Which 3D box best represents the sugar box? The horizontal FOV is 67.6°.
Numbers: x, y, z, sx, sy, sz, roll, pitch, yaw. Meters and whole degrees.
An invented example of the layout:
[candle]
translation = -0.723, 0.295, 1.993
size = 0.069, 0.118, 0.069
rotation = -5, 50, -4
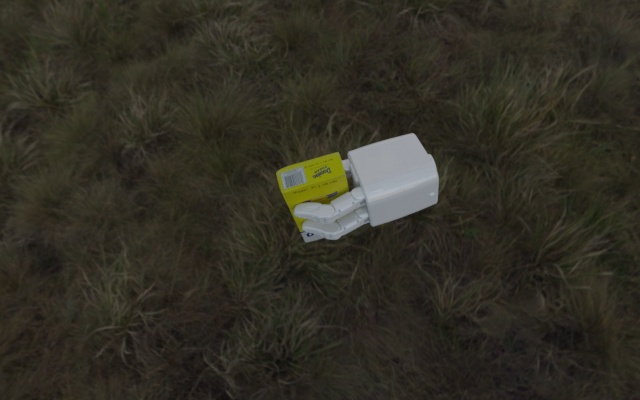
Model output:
[sugar box]
translation = 0.000, 0.003, 0.725
size = 0.093, 0.048, 0.176
rotation = -16, -32, 3
